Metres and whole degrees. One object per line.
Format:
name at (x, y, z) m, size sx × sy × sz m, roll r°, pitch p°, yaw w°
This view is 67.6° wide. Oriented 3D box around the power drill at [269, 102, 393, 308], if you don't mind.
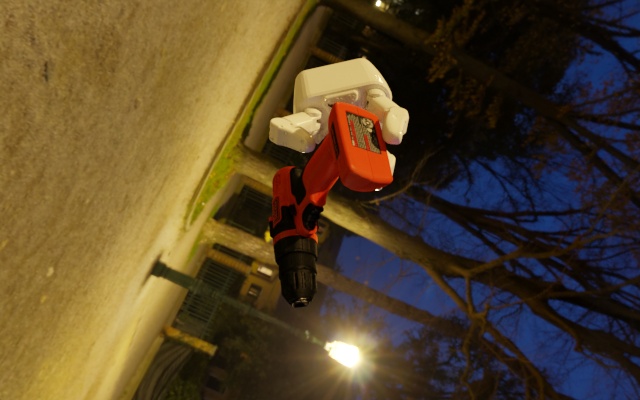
power drill at (0.000, 0.001, 0.521) m, size 0.057 × 0.184 × 0.188 m, roll 13°, pitch -40°, yaw -28°
